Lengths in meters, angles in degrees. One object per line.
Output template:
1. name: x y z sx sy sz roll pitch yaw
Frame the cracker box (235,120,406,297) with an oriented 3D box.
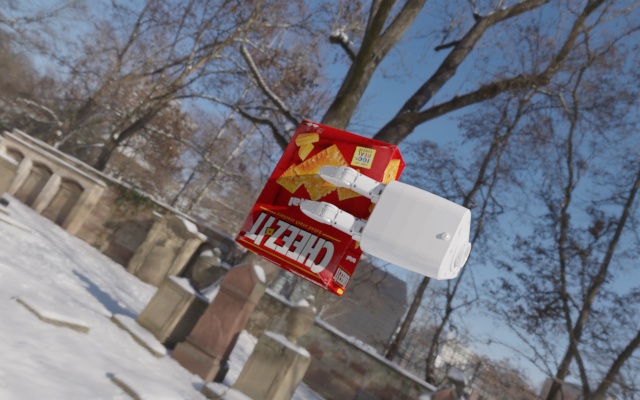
1. cracker box: 0.000 0.002 0.685 0.164 0.213 0.072 22 -14 28
